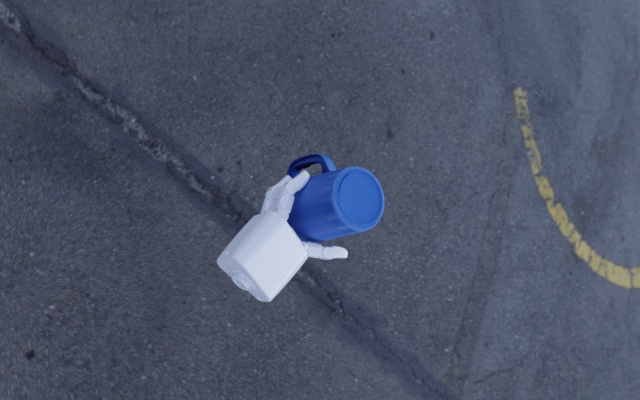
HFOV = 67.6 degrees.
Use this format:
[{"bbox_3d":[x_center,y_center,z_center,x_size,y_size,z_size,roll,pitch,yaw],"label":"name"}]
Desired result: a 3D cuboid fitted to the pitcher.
[{"bbox_3d":[0.000,0.003,0.867,0.145,0.149,0.243,-47,17,-30],"label":"pitcher"}]
